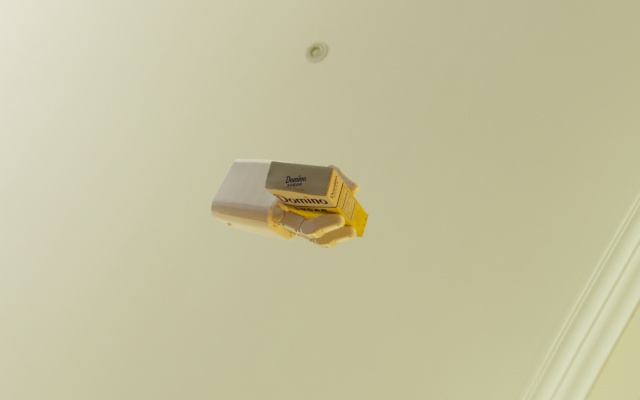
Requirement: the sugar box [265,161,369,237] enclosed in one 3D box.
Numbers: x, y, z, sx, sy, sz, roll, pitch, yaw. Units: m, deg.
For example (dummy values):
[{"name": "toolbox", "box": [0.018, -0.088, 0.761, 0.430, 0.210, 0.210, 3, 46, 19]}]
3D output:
[{"name": "sugar box", "box": [0.000, 0.003, 0.679, 0.093, 0.048, 0.176, 8, -15, 24]}]
